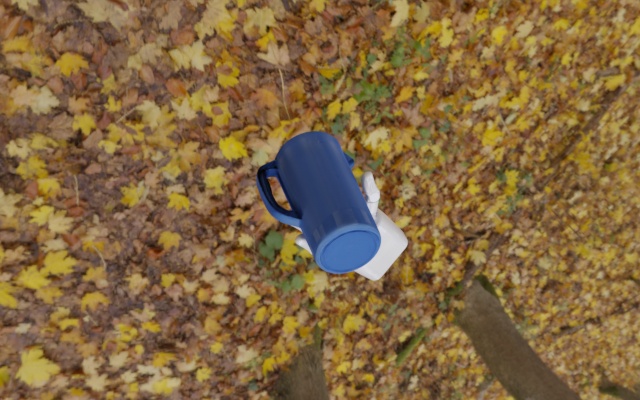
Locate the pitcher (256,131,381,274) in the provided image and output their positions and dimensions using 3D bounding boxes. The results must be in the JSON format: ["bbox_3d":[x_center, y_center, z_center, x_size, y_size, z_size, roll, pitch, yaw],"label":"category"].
[{"bbox_3d":[0.000,0.003,0.802,0.149,0.242,0.145,-38,-47,14],"label":"pitcher"}]
